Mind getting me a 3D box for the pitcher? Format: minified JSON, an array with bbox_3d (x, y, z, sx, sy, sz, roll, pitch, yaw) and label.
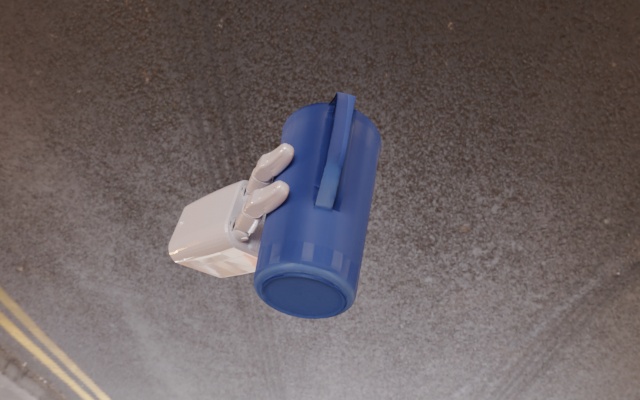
[{"bbox_3d":[0.000,0.002,0.556,0.145,0.242,0.149,-17,-47,29],"label":"pitcher"}]
